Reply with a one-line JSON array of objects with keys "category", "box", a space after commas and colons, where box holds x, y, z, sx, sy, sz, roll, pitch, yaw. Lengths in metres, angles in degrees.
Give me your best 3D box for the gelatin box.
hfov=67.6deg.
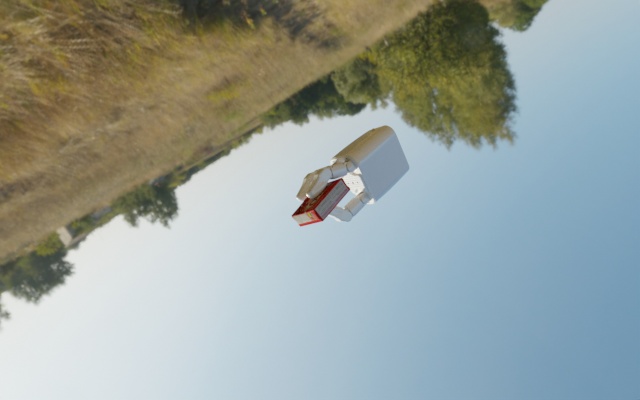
[{"category": "gelatin box", "box": [0.000, 0.003, 0.835, 0.073, 0.030, 0.089, -16, 28, 54]}]
